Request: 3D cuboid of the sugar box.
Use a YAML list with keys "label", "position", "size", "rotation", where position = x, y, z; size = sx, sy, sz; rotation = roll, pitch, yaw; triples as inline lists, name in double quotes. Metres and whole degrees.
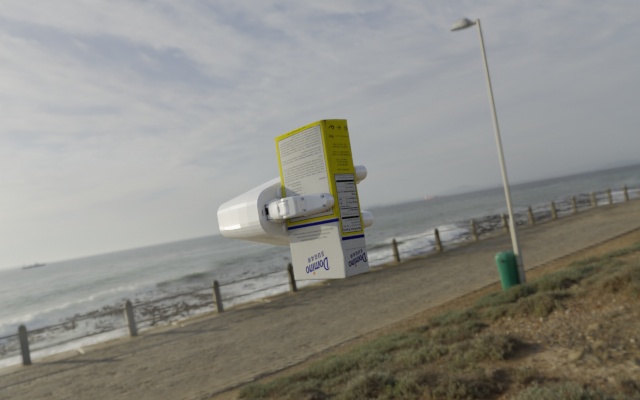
- label: "sugar box"
  position: [0.000, 0.002, 0.555]
  size: [0.048, 0.176, 0.093]
  rotation: [-8, -2, -42]
